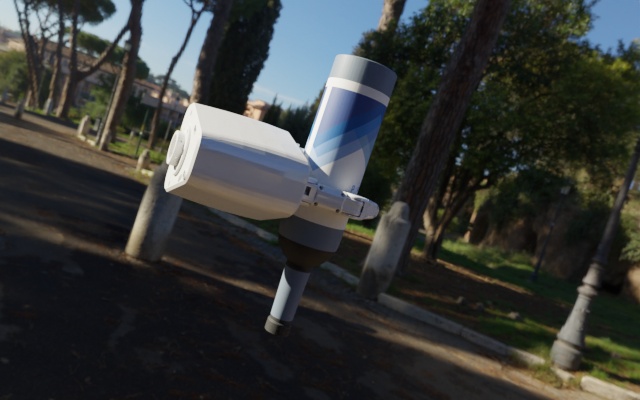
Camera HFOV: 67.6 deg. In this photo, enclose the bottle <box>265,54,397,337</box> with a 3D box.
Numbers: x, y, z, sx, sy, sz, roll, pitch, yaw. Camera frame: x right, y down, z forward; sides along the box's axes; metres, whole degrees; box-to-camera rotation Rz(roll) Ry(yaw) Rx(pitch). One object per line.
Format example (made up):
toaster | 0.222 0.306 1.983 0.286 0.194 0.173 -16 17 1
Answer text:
bottle | 0.000 0.001 0.501 0.069 0.296 0.069 19 5 -2
